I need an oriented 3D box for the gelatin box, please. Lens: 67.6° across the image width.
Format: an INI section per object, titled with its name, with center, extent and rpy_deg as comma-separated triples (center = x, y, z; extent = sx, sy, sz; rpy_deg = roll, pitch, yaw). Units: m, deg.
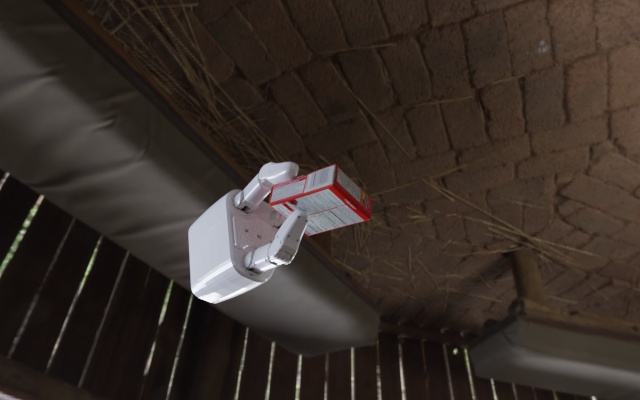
[gelatin box]
center = 0.000, 0.002, 0.520
extent = 0.089, 0.030, 0.073
rpy_deg = -17, -41, 33
